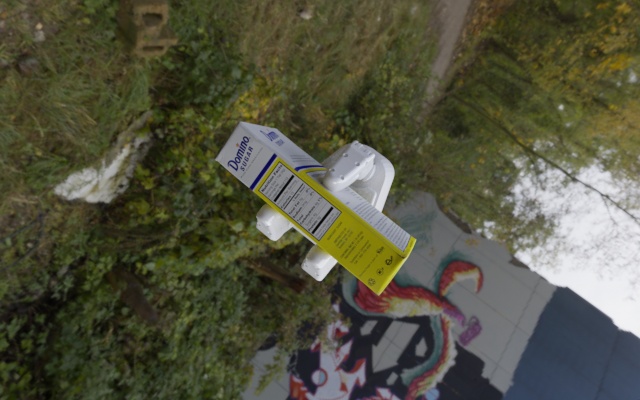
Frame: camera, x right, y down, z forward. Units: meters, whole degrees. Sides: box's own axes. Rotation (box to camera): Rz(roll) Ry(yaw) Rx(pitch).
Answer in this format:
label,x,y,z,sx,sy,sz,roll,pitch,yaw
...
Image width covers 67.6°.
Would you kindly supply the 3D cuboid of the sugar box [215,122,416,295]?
label,x,y,z,sx,sy,sz,roll,pitch,yaw
sugar box,0.000,0.002,0.422,0.176,0.048,0.093,37,12,10
